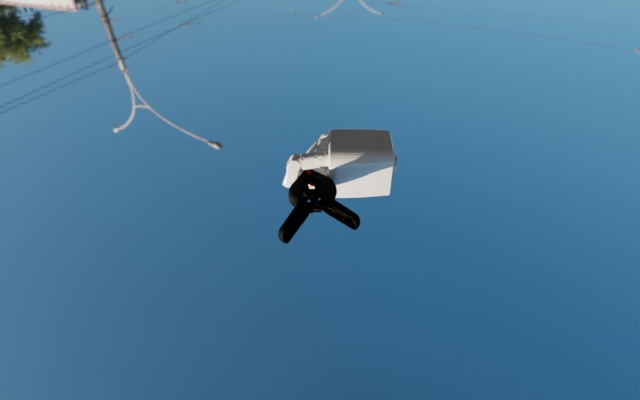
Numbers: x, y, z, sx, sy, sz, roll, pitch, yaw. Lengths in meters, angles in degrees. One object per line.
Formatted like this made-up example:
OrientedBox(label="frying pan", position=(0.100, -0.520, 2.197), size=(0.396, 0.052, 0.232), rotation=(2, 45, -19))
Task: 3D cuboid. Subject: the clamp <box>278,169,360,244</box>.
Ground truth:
OrientedBox(label="clamp", position=(0.000, 0.003, 0.748), size=(0.120, 0.039, 0.171), rotation=(-1, 38, 3))
